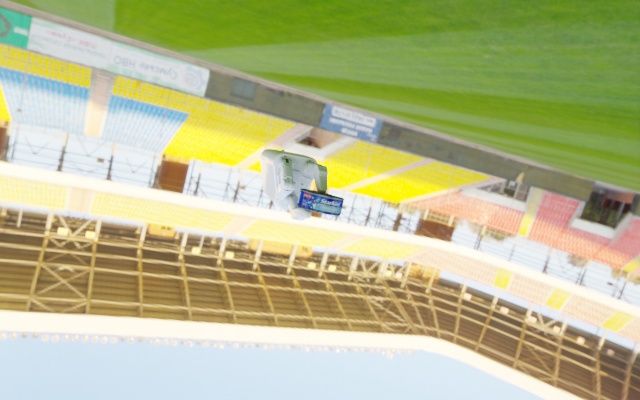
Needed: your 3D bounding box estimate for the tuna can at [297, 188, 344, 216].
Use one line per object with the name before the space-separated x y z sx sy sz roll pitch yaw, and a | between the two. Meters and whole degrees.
tuna can | 0.000 0.004 0.899 0.086 0.034 0.086 13 4 -1
